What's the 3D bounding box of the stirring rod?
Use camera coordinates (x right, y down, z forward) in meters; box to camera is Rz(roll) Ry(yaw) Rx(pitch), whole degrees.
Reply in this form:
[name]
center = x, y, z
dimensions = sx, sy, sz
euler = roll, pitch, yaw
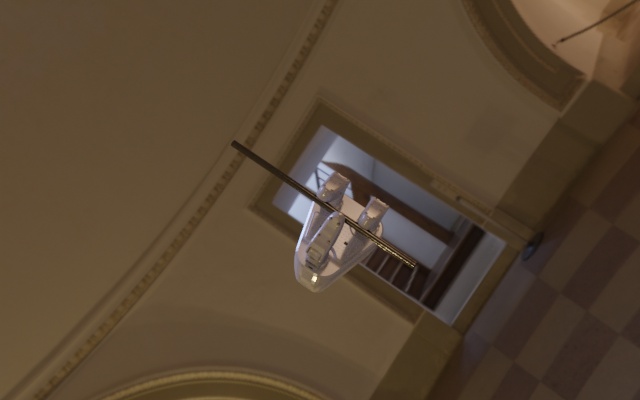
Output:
[stirring rod]
center = 0.000, 0.002, 0.520
dimensions = 0.239, 0.011, 0.011
euler = 34, 6, 9
